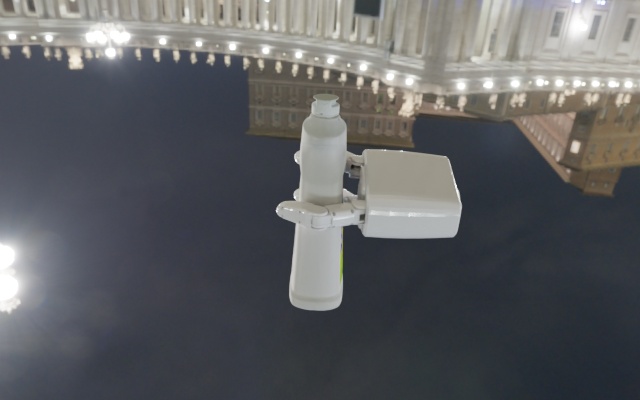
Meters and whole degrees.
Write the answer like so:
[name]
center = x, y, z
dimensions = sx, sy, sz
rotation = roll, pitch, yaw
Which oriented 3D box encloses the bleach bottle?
[bleach bottle]
center = 0.000, 0.002, 0.574
dimensions = 0.068, 0.251, 0.102
rotation = 3, 26, 0
